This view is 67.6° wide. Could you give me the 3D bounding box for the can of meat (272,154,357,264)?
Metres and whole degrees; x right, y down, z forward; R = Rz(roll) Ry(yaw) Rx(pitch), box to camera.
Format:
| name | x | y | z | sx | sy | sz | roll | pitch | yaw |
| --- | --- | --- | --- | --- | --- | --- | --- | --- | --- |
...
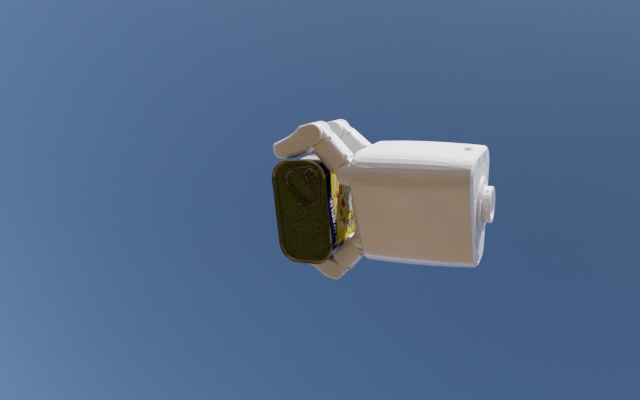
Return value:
| name | x | y | z | sx | sy | sz | roll | pitch | yaw |
| --- | --- | --- | --- | --- | --- | --- | --- | --- | --- |
| can of meat | 0.000 | 0.002 | 0.486 | 0.057 | 0.102 | 0.084 | 1 | 15 | 27 |
